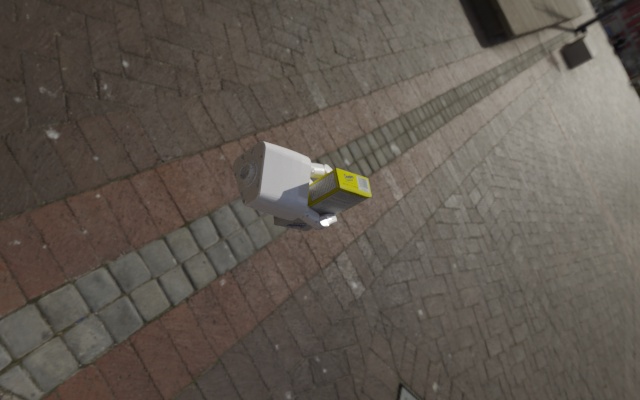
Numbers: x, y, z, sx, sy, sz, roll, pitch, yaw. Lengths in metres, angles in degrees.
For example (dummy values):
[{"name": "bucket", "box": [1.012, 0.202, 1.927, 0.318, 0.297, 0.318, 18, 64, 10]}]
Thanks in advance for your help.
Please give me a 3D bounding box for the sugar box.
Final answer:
[{"name": "sugar box", "box": [0.000, 0.002, 0.899, 0.176, 0.048, 0.093, -27, -29, 37]}]
